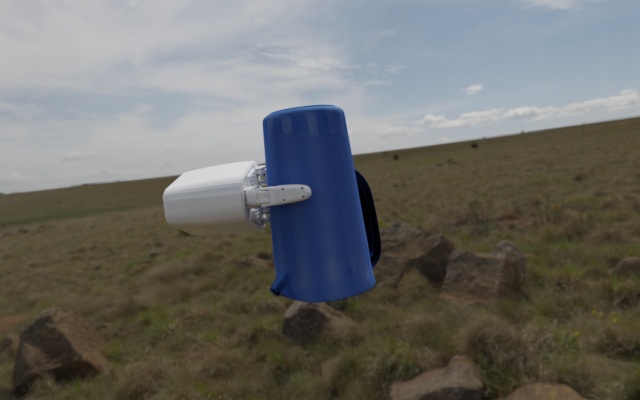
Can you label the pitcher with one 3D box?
[{"bbox_3d":[0.000,0.002,0.634,0.145,0.243,0.149,-7,4,7],"label":"pitcher"}]
